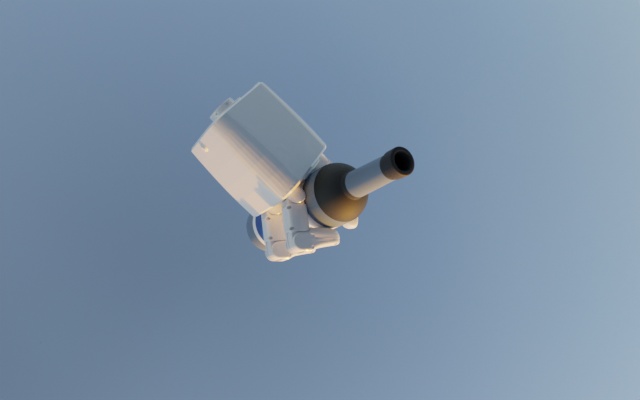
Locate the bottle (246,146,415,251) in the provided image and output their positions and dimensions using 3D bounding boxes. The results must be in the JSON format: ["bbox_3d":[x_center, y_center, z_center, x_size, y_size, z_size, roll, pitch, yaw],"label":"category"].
[{"bbox_3d":[0.000,0.002,0.540,0.069,0.069,0.296,0,-14,-30],"label":"bottle"}]
